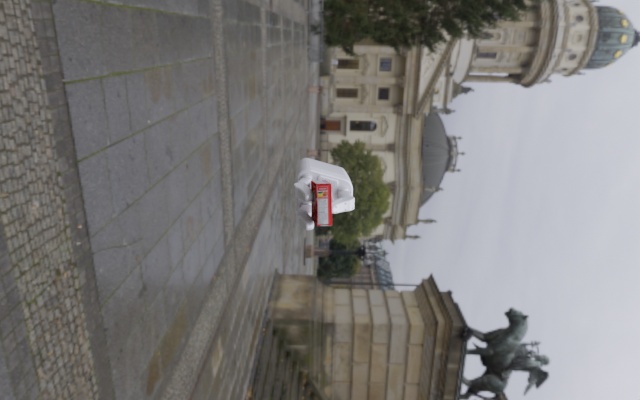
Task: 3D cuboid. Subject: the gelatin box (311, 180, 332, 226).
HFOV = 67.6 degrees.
[{"bbox_3d":[0.001,0.003,0.848,0.030,0.073,0.089,-2,7,-7],"label":"gelatin box"}]
